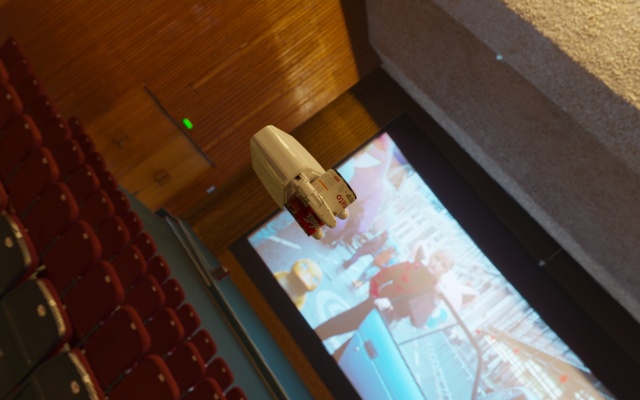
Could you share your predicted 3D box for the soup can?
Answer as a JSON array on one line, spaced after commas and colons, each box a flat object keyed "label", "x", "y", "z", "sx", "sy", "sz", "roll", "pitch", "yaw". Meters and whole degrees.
[{"label": "soup can", "x": 0.001, "y": 0.003, "z": 0.780, "sx": 0.102, "sy": 0.068, "sz": 0.068, "roll": -38, "pitch": 3, "yaw": -4}]
